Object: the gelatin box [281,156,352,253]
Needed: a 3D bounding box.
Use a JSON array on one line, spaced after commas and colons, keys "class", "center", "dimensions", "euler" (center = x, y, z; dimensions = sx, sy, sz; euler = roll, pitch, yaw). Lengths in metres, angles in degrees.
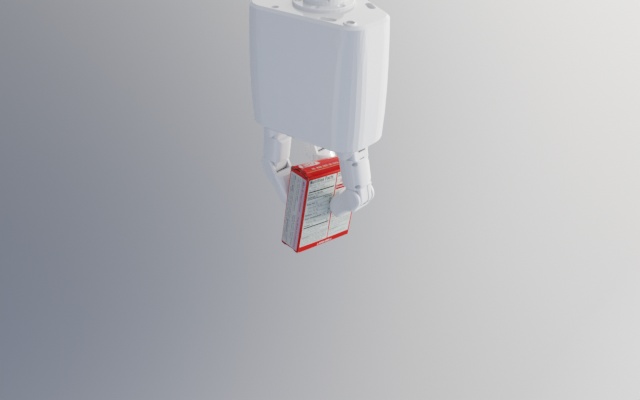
[{"class": "gelatin box", "center": [0.000, 0.002, 0.487], "dimensions": [0.073, 0.089, 0.030], "euler": [-18, 38, -39]}]
